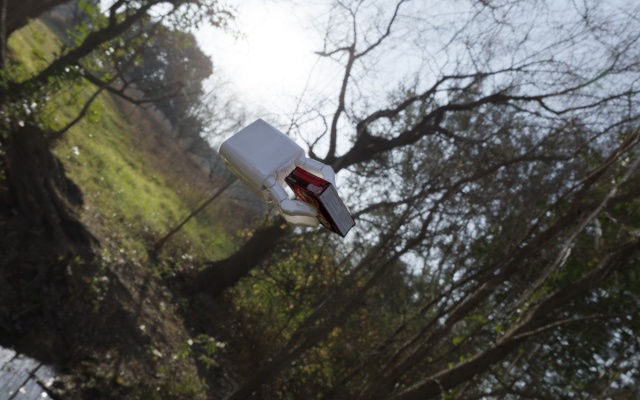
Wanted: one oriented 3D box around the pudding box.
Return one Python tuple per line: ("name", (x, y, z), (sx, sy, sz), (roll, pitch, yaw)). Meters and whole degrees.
("pudding box", (0.000, 0.002, 0.791), (0.090, 0.039, 0.114), (30, -17, 44))
